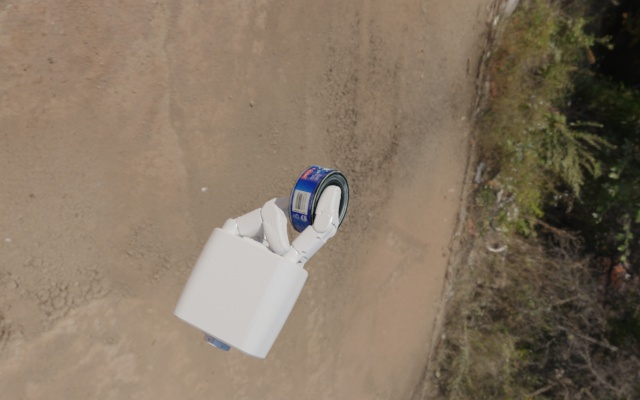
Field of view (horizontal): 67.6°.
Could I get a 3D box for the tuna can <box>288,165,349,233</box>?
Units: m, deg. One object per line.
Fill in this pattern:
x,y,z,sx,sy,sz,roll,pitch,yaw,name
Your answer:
0.001,0.002,0.579,0.033,0.086,0.086,14,7,32,tuna can
